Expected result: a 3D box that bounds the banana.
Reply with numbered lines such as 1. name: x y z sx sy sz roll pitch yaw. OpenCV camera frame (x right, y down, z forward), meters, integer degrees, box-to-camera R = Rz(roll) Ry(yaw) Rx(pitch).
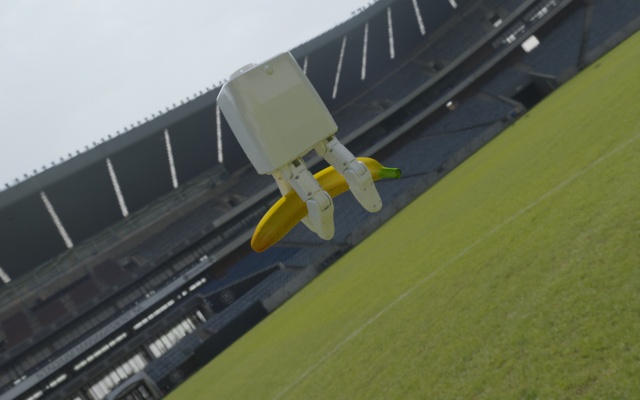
1. banana: -0.003 -0.005 0.577 0.198 0.037 0.069 -30 24 -9
